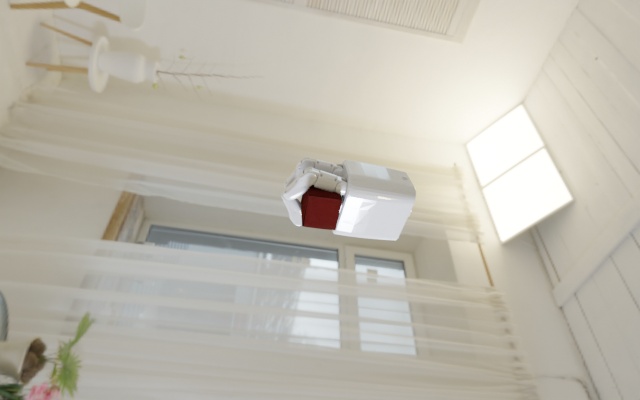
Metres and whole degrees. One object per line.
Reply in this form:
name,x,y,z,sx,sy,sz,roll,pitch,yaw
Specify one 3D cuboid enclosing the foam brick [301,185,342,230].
foam brick,0.000,0.003,0.720,0.051,0.053,0.078,9,25,-8
